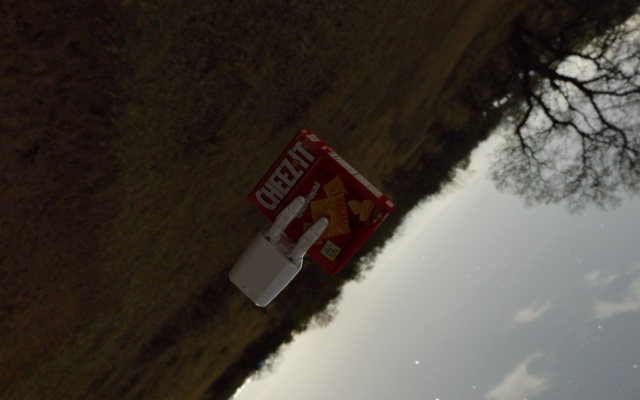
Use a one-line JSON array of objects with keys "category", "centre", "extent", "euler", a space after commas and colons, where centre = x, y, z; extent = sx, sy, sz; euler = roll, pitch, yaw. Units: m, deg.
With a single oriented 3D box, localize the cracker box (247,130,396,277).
[{"category": "cracker box", "centre": [0.000, 0.003, 0.858], "extent": [0.213, 0.164, 0.072], "euler": [42, 15, 7]}]
